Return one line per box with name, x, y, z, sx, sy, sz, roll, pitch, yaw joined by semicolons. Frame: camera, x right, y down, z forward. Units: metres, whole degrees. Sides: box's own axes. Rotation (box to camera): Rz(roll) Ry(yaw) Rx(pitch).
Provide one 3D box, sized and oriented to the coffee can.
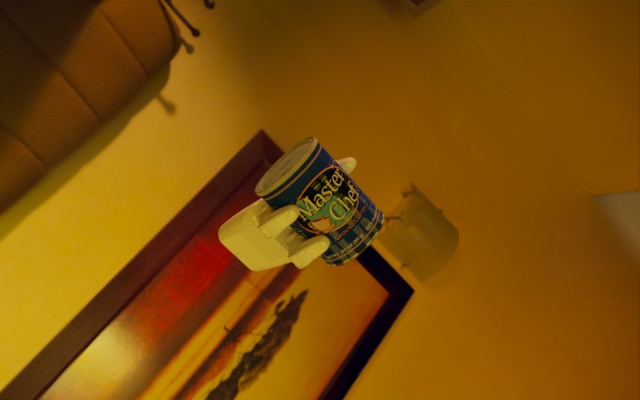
coffee can;0.000;0.002;0.621;0.140;0.103;0.103;46;-17;-17
